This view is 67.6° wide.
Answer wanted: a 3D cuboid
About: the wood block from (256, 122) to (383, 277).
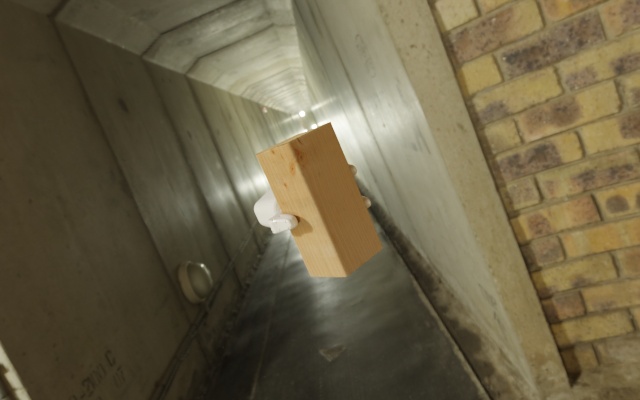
[{"bbox_3d":[0.000,0.002,0.711,0.090,0.206,0.090,-32,13,-36],"label":"wood block"}]
